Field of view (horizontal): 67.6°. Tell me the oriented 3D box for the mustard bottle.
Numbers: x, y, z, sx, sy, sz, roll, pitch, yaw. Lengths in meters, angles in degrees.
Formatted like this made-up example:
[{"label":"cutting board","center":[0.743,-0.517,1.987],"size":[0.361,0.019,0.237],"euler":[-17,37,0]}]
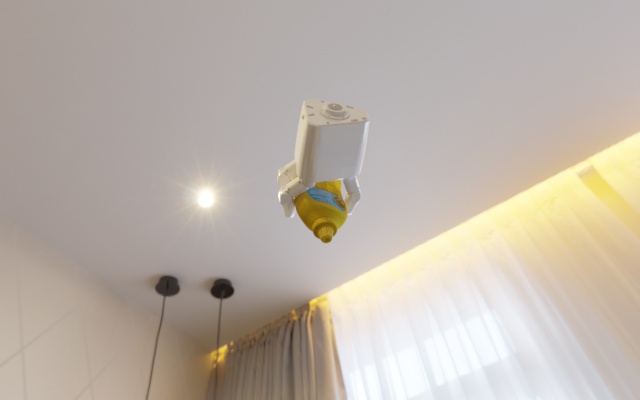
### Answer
[{"label":"mustard bottle","center":[0.000,0.003,0.835],"size":[0.096,0.058,0.191],"euler":[24,31,-24]}]
